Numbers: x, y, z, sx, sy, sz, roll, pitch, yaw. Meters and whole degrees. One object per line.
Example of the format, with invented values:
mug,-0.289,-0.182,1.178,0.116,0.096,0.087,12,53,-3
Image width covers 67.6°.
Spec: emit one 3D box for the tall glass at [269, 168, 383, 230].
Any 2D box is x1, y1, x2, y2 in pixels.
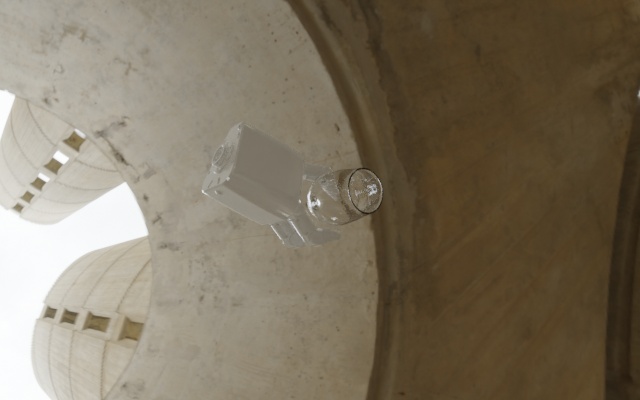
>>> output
tall glass,0.000,0.002,0.700,0.079,0.079,0.201,0,-9,-38
